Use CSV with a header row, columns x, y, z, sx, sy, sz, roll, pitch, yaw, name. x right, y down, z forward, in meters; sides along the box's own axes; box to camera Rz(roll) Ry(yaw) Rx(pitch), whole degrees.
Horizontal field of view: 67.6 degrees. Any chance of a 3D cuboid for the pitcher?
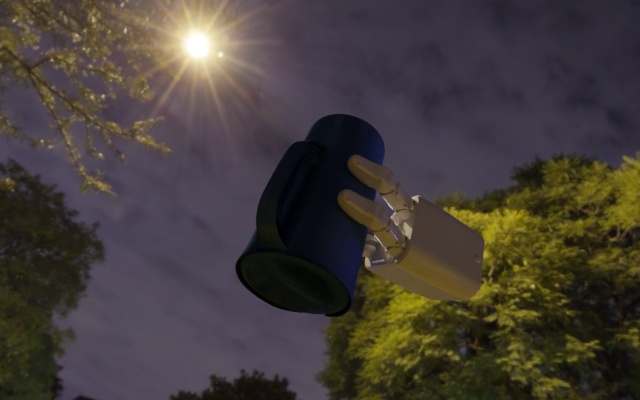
x,y,z,sx,sy,sz,roll,pitch,yaw,name
0.000,0.002,0.575,0.145,0.242,0.149,28,-37,-10,pitcher
